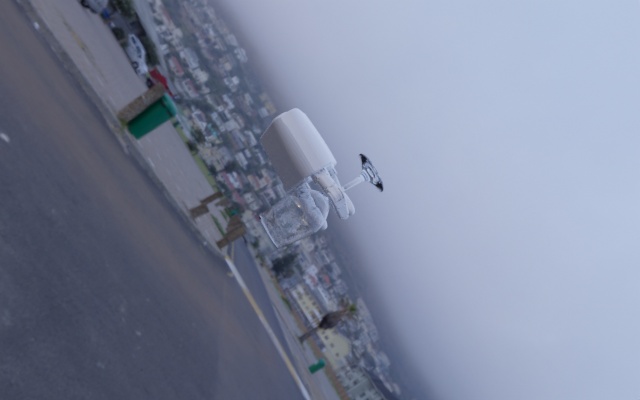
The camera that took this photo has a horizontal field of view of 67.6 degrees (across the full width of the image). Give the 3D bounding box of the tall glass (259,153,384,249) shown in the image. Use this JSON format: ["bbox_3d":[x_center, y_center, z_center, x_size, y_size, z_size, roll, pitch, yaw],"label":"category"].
[{"bbox_3d":[0.001,0.002,0.786,0.201,0.079,0.079,-31,5,-9],"label":"tall glass"}]
